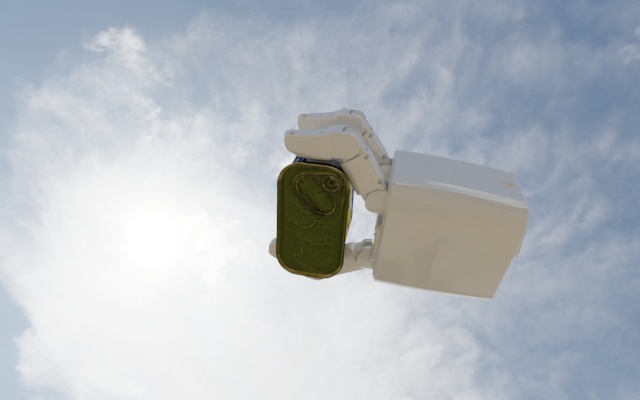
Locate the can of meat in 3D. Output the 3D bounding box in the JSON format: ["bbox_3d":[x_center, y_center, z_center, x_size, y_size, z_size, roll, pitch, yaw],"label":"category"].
[{"bbox_3d":[0.000,0.001,0.416,0.057,0.102,0.084,7,27,9],"label":"can of meat"}]
